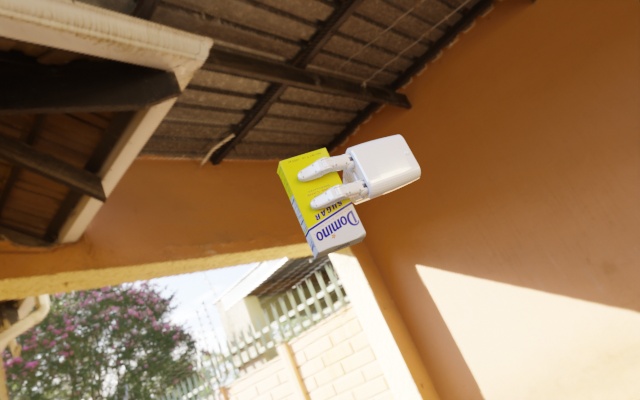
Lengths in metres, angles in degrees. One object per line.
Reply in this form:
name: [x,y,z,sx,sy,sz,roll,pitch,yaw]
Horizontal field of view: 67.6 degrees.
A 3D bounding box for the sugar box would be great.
sugar box: [0.000,0.002,0.827,0.093,0.176,0.048,-20,-20,-17]
